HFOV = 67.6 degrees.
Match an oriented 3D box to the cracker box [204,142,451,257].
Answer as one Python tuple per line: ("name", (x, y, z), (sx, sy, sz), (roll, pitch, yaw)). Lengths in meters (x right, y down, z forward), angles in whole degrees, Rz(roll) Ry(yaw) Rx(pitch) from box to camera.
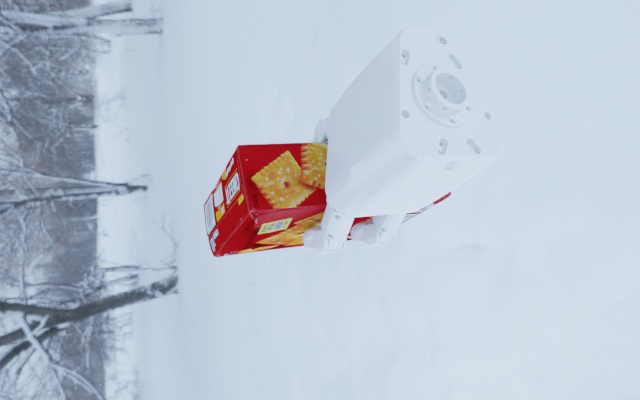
("cracker box", (0.000, 0.001, 0.504), (0.213, 0.072, 0.164), (-4, -18, -26))
